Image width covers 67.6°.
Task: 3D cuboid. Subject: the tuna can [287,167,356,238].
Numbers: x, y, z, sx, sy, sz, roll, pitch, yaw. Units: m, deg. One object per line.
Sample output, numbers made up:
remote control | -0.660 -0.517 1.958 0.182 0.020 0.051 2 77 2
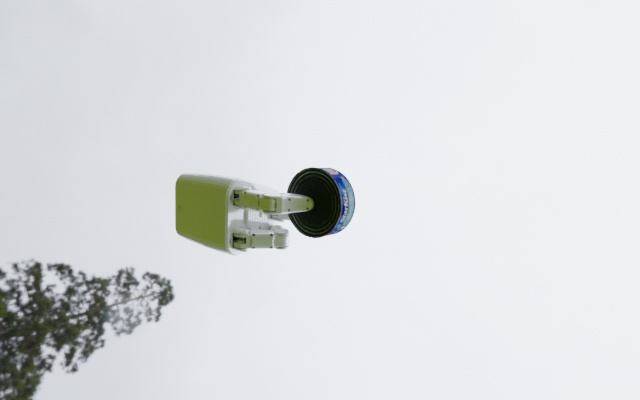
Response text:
tuna can | 0.000 0.002 0.587 0.086 0.086 0.034 0 4 38
